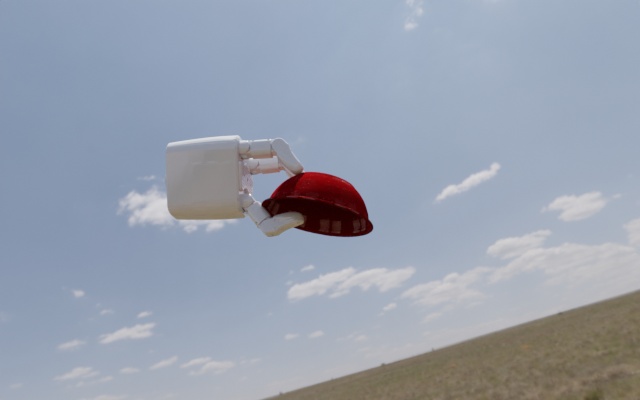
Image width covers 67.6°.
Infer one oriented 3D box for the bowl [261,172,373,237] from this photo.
[{"bbox_3d":[0.001,0.002,0.683,0.162,0.055,0.162,11,-19,4],"label":"bowl"}]
